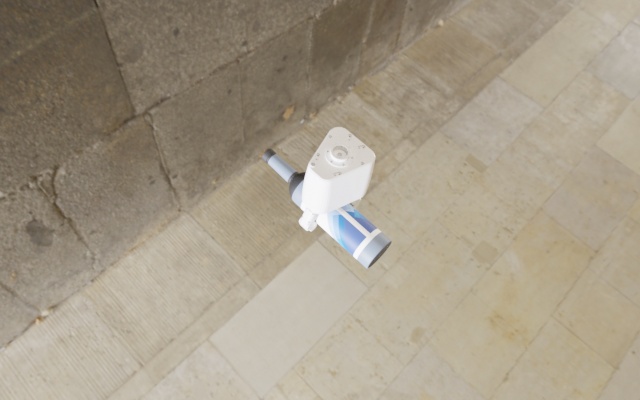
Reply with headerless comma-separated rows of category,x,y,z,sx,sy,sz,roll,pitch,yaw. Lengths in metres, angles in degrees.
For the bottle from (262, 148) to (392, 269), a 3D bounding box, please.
bottle,0.000,0.003,0.891,0.295,0.069,0.069,42,14,16
